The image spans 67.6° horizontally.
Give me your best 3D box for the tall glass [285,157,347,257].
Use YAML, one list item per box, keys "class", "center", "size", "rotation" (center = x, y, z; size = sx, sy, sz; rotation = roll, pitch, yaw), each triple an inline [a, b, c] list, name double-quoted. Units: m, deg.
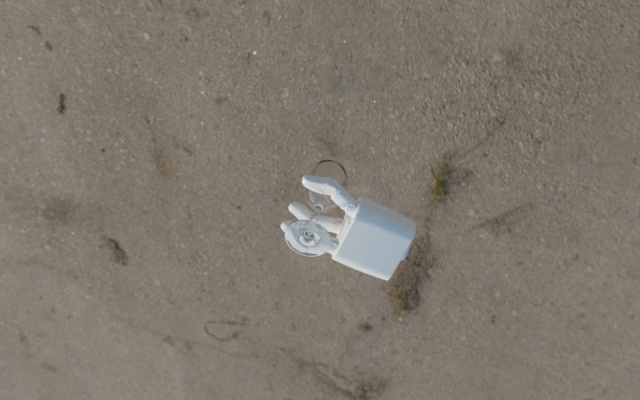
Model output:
- class: "tall glass"
  center: [0.000, 0.003, 0.819]
  size: [0.079, 0.079, 0.201]
  rotation: [0, 35, 14]
